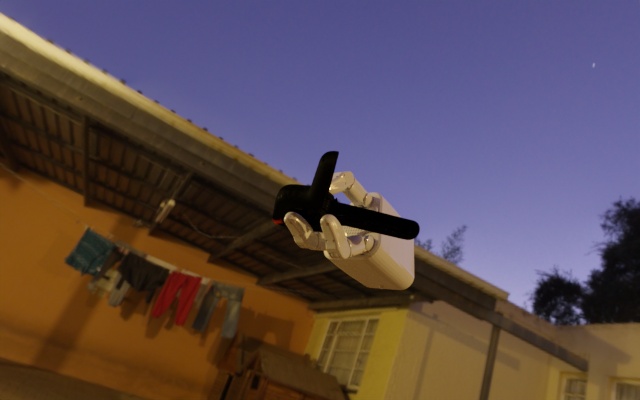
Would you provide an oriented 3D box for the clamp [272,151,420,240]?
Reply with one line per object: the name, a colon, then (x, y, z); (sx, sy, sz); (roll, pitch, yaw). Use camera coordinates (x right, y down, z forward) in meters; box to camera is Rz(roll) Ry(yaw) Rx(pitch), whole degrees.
clamp: (0.000, 0.001, 0.610); (0.210, 0.036, 0.165); (-4, -38, 43)
